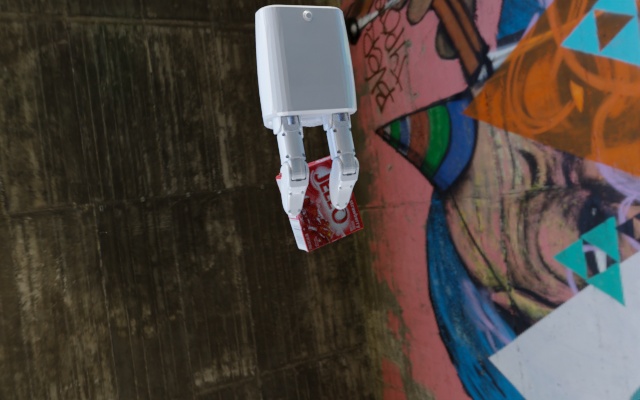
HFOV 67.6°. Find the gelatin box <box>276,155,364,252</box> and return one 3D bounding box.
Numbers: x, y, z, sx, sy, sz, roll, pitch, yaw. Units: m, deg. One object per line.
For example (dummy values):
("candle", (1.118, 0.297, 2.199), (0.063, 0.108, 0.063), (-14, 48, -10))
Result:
("gelatin box", (0.000, 0.002, 0.526), (0.073, 0.089, 0.030), (-22, 12, -22))
